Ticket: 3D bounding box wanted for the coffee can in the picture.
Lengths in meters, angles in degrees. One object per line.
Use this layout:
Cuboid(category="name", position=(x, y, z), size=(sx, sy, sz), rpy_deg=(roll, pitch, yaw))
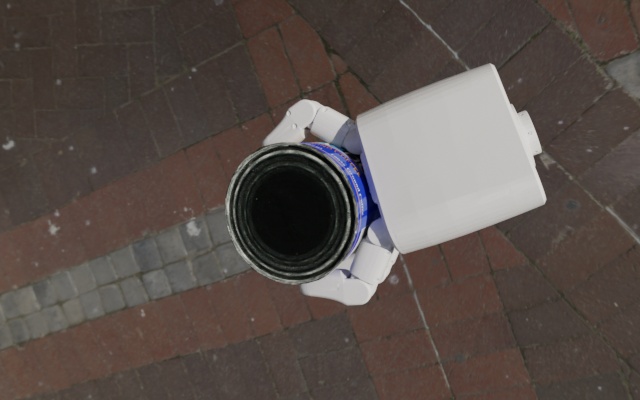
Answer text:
Cuboid(category="coffee can", position=(0.000, 0.001, 0.401), size=(0.103, 0.103, 0.140), rpy_deg=(0, 7, 20))
